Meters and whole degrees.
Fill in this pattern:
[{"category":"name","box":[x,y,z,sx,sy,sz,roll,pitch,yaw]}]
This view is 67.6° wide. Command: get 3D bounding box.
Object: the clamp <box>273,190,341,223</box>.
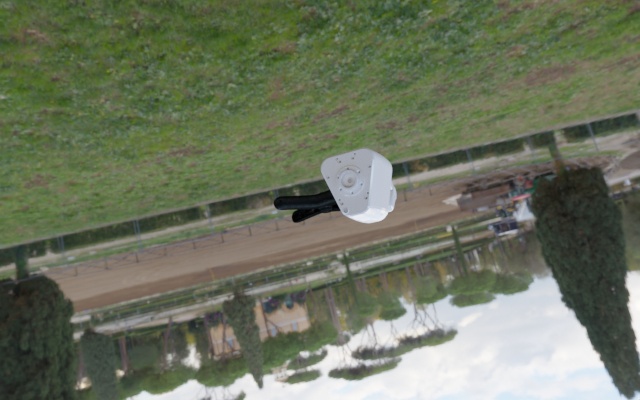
[{"category":"clamp","box":[0.000,0.003,0.889,0.171,0.039,0.120,-17,-15,19]}]
